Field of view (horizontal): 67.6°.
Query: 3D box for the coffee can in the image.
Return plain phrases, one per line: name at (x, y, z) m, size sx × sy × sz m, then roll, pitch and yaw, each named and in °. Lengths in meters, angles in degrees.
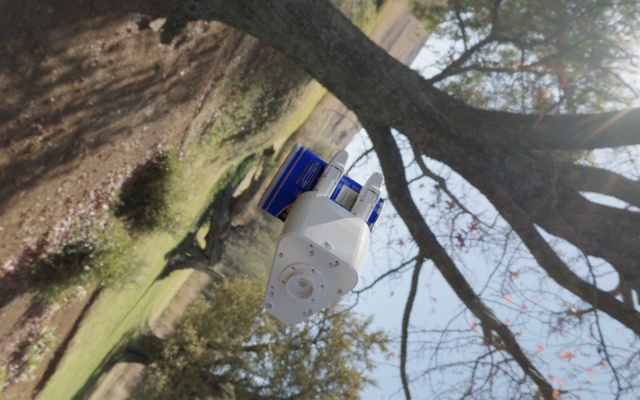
coffee can at (0.000, 0.002, 0.650) m, size 0.140 × 0.103 × 0.103 m, roll 32°, pitch -3°, yaw -4°
